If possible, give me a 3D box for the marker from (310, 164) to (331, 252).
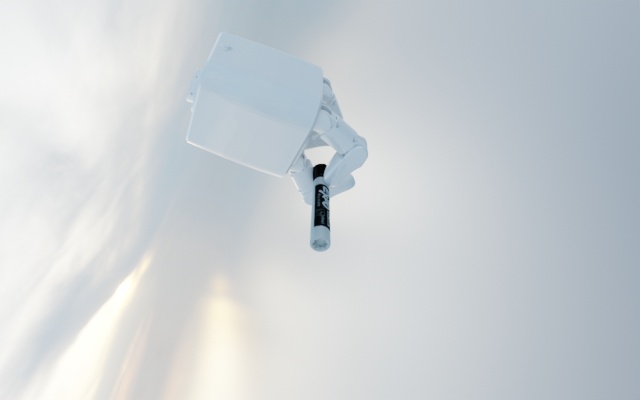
[{"bbox_3d":[0.000,0.002,0.471,0.020,0.020,0.121,0,39,1],"label":"marker"}]
